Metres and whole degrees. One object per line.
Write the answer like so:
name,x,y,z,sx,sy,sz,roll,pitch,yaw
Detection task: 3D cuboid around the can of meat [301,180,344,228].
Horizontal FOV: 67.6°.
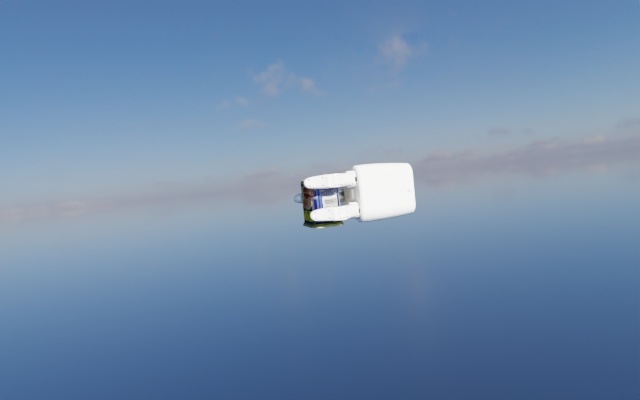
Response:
can of meat,0.000,0.002,0.848,0.057,0.084,0.102,-6,2,-15
